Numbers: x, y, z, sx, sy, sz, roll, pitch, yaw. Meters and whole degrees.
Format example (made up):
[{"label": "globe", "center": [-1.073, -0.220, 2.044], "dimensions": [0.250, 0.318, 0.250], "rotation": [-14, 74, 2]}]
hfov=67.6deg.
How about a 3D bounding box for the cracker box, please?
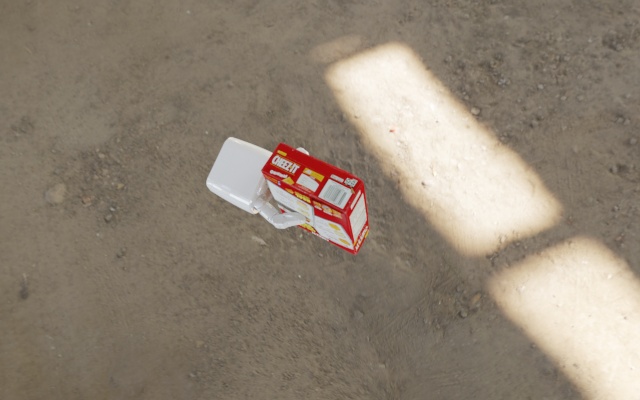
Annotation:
[{"label": "cracker box", "center": [0.000, 0.003, 0.854], "dimensions": [0.164, 0.072, 0.214], "rotation": [26, -18, 19]}]
